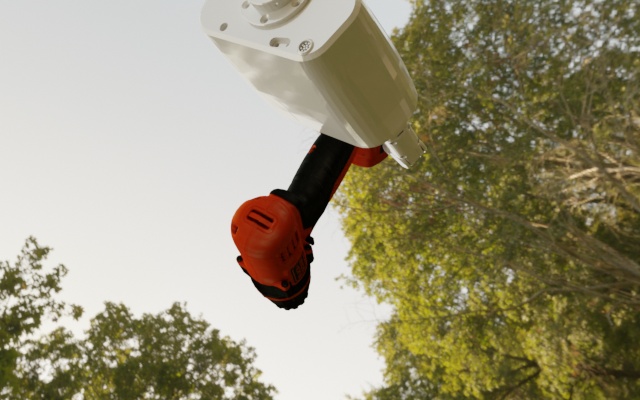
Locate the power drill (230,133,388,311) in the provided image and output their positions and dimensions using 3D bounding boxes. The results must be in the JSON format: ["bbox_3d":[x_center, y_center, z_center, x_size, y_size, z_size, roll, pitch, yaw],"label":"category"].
[{"bbox_3d":[0.000,0.001,0.421,0.057,0.187,0.184,26,-22,14],"label":"power drill"}]
